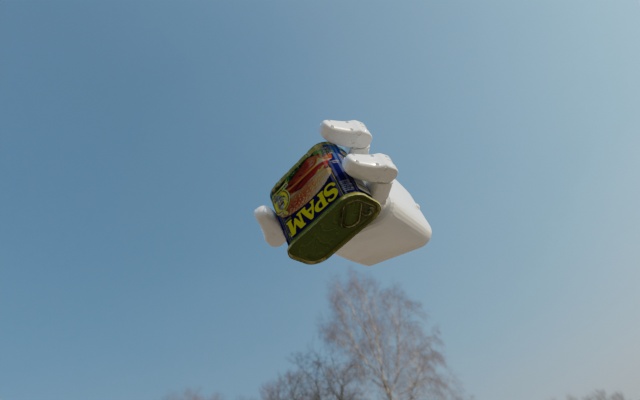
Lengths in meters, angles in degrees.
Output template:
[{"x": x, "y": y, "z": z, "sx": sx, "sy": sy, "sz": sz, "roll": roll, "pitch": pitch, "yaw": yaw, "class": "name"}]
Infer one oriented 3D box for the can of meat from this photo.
[{"x": 0.000, "y": 0.001, "z": 0.496, "sx": 0.102, "sy": 0.084, "sz": 0.057, "roll": -42, "pitch": -42, "yaw": 21, "class": "can of meat"}]
